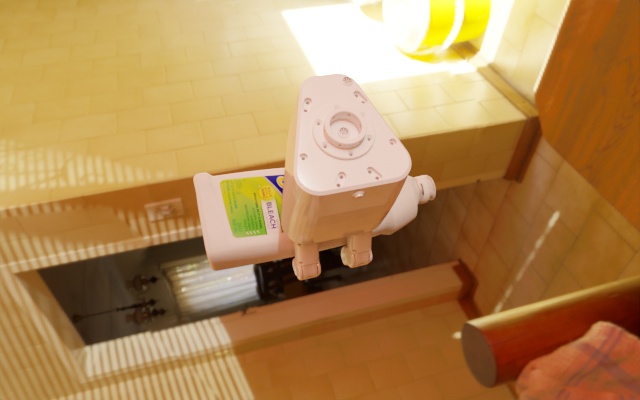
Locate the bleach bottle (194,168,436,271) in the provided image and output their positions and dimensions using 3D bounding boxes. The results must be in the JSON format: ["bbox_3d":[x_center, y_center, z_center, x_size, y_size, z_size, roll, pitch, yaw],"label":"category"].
[{"bbox_3d":[0.000,0.002,0.512,0.251,0.102,0.068,-11,-23,-12],"label":"bleach bottle"}]
